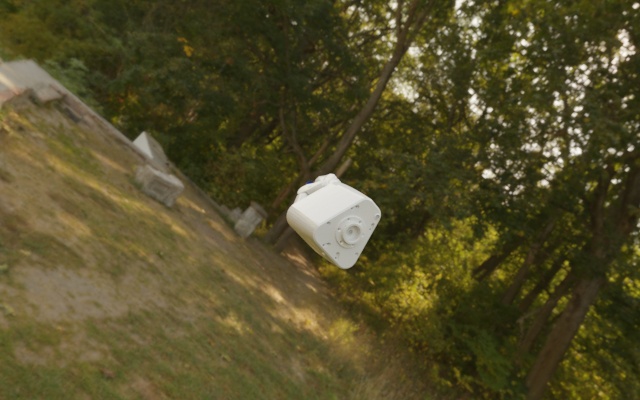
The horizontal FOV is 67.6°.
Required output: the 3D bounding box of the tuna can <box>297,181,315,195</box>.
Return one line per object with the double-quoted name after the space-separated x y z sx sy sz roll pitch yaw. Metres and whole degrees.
0.000 0.002 0.874 0.086 0.033 0.086 40 -9 7 "tuna can"
